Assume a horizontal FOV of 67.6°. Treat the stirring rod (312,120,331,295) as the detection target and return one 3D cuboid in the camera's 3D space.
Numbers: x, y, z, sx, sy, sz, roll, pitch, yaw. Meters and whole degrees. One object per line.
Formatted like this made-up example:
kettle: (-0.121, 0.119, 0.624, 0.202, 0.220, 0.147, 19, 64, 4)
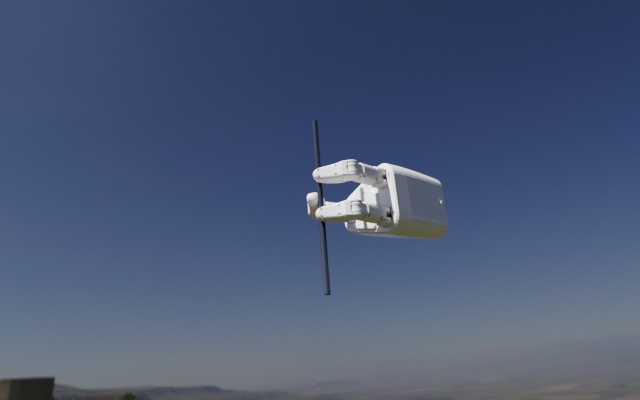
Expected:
stirring rod: (0.000, 0.002, 0.621, 0.011, 0.239, 0.011, -4, -21, -1)
